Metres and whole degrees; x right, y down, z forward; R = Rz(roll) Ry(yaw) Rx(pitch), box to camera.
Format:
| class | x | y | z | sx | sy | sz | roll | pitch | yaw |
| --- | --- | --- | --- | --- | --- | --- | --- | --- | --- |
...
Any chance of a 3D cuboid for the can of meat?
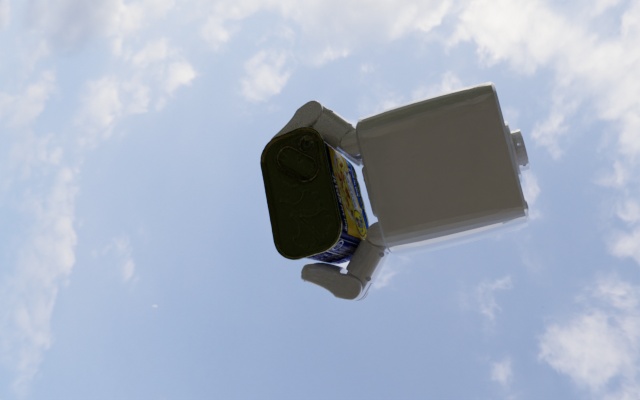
| class | x | y | z | sx | sy | sz | roll | pitch | yaw |
| --- | --- | --- | --- | --- | --- | --- | --- | --- | --- |
| can of meat | 0.000 | 0.001 | 0.401 | 0.057 | 0.102 | 0.084 | -19 | -19 | 20 |
